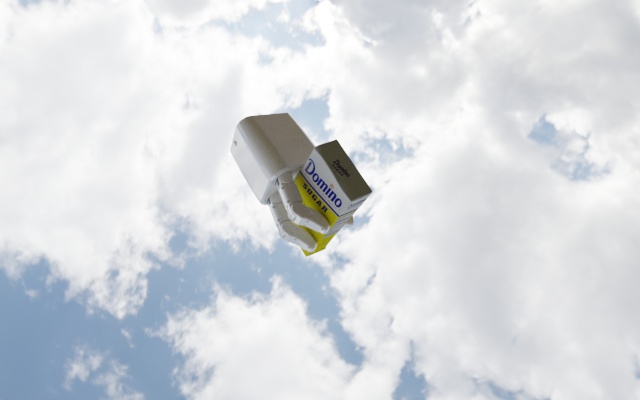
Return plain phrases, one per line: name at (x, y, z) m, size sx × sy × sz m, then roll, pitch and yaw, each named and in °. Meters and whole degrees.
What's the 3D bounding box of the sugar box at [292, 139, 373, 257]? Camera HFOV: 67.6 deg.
sugar box at (0.000, 0.002, 0.689) m, size 0.048 × 0.093 × 0.176 m, roll -23°, pitch -20°, yaw -30°
